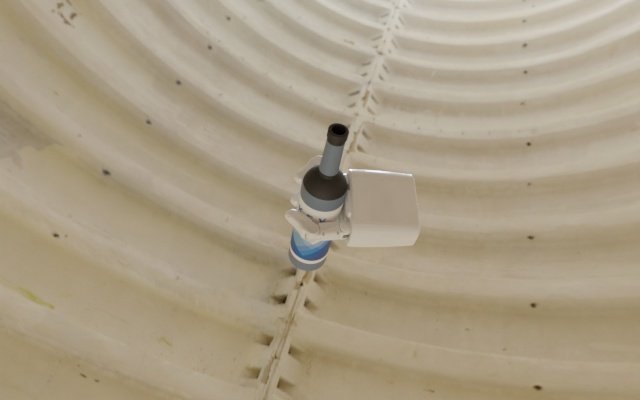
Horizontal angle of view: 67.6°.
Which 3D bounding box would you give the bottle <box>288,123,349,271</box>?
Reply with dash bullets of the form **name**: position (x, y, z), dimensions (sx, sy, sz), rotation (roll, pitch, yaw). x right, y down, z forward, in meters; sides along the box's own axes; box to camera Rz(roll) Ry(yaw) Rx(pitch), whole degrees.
- **bottle**: position (0.000, 0.003, 0.721), dimensions (0.069, 0.069, 0.296), rotation (0, -39, -12)
